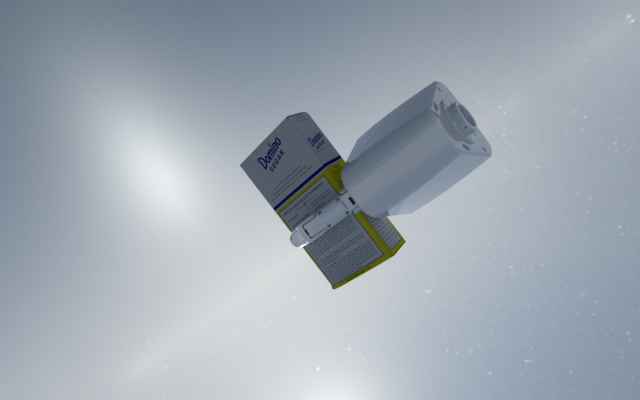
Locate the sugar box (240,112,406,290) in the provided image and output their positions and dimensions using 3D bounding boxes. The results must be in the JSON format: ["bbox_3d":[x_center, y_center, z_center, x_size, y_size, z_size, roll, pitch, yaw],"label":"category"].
[{"bbox_3d":[0.001,0.002,0.514,0.093,0.176,0.048,-38,-4,36],"label":"sugar box"}]
